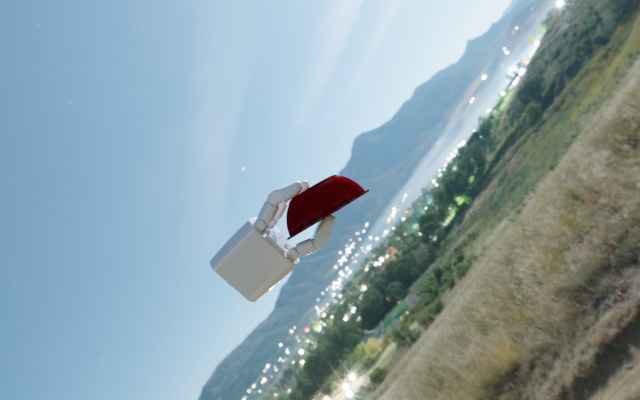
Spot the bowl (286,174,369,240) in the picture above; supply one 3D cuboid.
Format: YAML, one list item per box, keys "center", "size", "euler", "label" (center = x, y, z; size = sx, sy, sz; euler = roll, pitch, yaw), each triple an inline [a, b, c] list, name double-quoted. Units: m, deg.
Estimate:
- center: [0.001, 0.002, 0.802]
  size: [0.162, 0.055, 0.162]
  euler: [-30, -2, -1]
  label: "bowl"
